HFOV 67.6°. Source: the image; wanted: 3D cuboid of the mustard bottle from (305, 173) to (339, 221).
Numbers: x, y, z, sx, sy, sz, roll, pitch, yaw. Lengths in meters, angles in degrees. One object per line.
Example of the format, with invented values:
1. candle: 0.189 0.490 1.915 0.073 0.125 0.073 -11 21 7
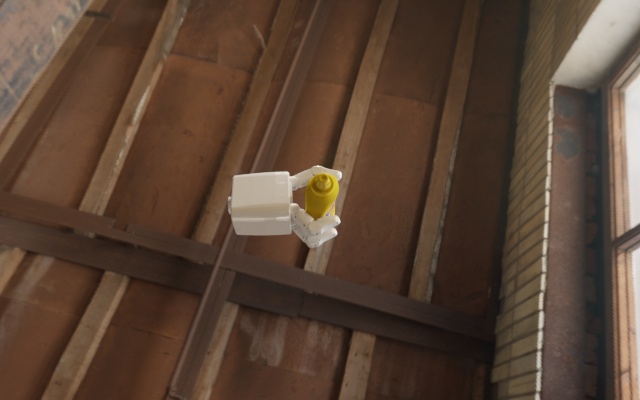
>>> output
1. mustard bottle: 0.000 0.003 0.897 0.058 0.096 0.192 19 -25 7
